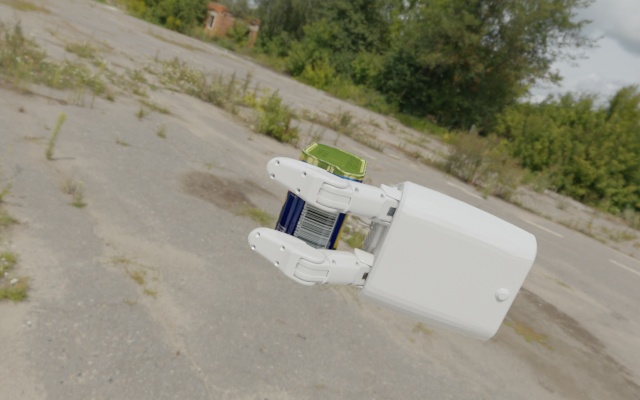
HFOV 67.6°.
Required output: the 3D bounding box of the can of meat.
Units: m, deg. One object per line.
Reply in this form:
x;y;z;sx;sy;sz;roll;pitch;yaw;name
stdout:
0.000;0.001;0.400;0.057;0.084;0.102;21;15;2;can of meat
